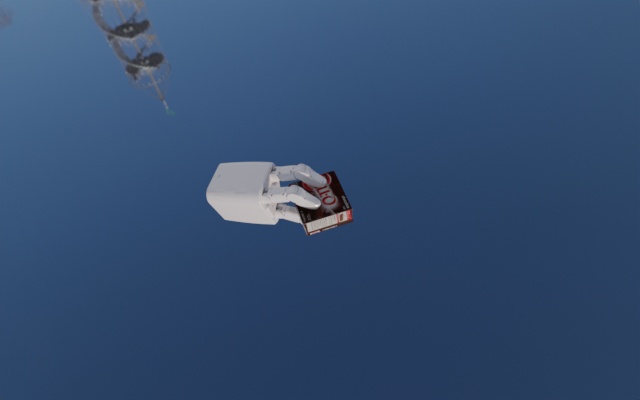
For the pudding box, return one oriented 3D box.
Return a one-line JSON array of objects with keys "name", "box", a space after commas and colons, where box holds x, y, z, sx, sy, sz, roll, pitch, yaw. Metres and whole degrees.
[{"name": "pudding box", "box": [0.000, 0.003, 0.858, 0.090, 0.039, 0.113, -18, 47, -5]}]
